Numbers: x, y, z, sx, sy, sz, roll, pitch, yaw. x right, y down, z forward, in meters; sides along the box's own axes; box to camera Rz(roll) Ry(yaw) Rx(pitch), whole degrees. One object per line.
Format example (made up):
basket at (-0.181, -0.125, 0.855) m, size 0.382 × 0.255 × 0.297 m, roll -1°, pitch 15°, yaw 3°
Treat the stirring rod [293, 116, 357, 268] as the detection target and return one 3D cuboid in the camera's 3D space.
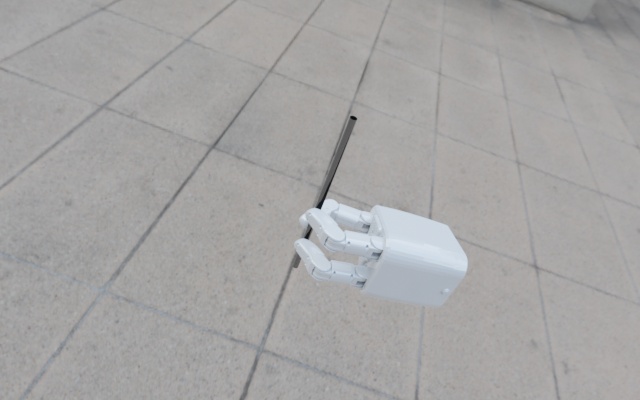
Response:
stirring rod at (0.000, 0.002, 0.565) m, size 0.011 × 0.240 × 0.011 m, roll 12°, pitch 41°, yaw -11°
